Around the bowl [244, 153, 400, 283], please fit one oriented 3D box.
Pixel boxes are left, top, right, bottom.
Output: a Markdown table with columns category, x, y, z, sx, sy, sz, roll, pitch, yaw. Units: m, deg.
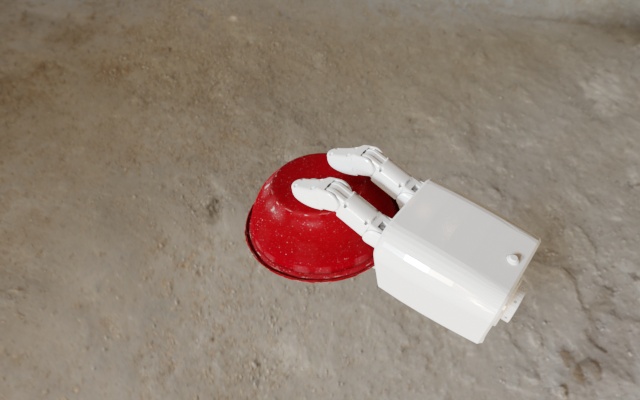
| category | x | y | z | sx | sy | sz | roll | pitch | yaw |
| --- | --- | --- | --- | --- | --- | --- | --- | --- | --- |
| bowl | -0.001 | 0.001 | 0.476 | 0.162 | 0.055 | 0.162 | -4 | 43 | 4 |
